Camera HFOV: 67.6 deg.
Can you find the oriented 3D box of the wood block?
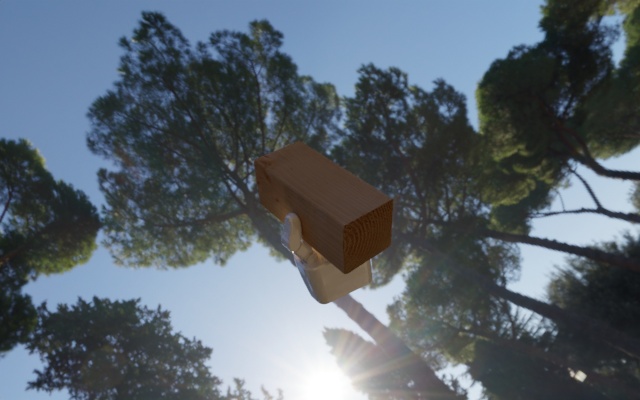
[{"bbox_3d":[0.000,0.003,0.700,0.091,0.090,0.206,-28,44,-29],"label":"wood block"}]
